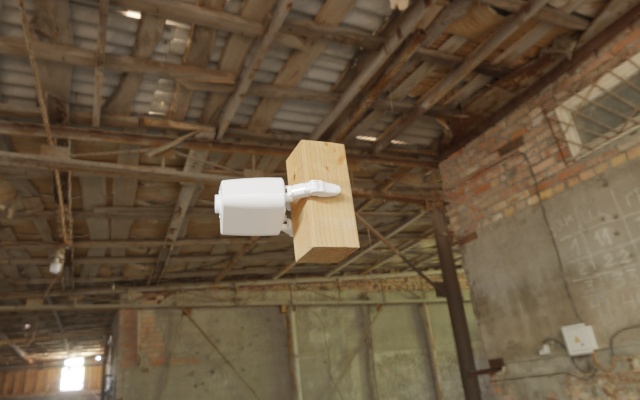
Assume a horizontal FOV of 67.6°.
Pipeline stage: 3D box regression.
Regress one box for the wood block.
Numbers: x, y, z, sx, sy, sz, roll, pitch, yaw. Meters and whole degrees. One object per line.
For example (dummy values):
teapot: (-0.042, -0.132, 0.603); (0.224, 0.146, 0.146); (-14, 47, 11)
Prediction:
wood block: (0.000, 0.003, 0.879); (0.090, 0.206, 0.091); (3, -25, -24)
